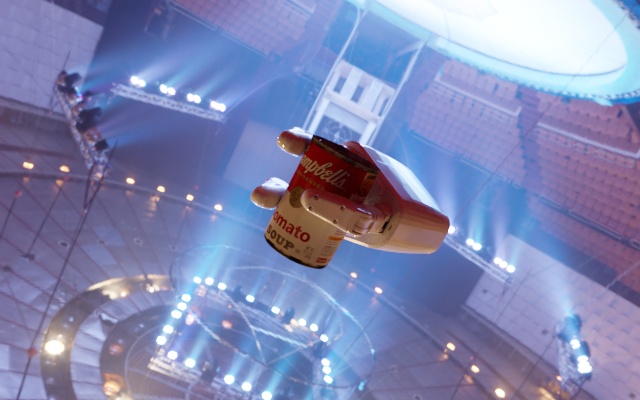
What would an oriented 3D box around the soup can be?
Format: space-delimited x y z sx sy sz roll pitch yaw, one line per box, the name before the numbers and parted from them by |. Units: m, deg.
soup can | 0.000 0.002 0.430 0.068 0.102 0.068 27 12 -6
